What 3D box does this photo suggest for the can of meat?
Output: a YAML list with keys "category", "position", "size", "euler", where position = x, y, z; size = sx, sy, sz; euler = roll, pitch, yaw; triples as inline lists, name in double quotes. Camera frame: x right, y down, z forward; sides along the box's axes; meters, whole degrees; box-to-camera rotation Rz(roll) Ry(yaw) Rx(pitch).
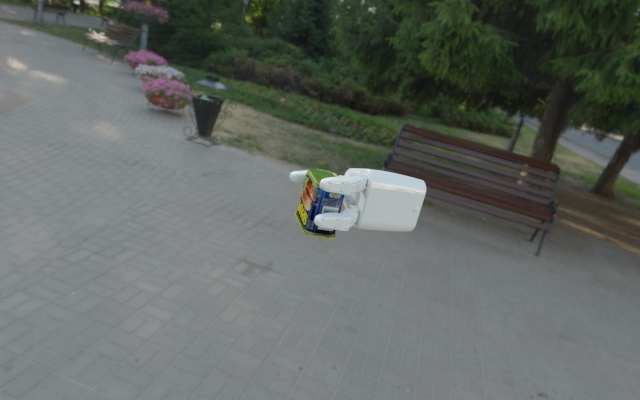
- category: "can of meat"
  position: [0.000, 0.002, 0.767]
  size: [0.057, 0.084, 0.102]
  euler: [9, 18, -16]
